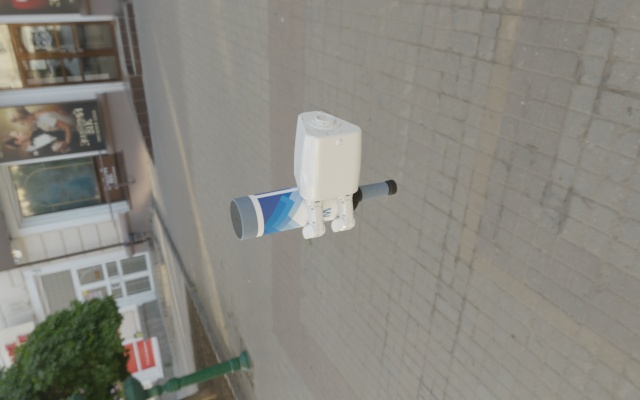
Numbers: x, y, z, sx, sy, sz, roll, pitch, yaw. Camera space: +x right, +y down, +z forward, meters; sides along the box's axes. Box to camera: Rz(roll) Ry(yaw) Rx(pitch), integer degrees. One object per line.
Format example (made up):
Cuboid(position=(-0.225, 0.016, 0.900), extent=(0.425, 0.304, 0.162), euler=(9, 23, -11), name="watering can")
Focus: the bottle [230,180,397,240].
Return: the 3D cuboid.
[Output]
Cuboid(position=(0.000, 0.003, 0.804), extent=(0.295, 0.069, 0.069), euler=(-12, 5, -24), name="bottle")
